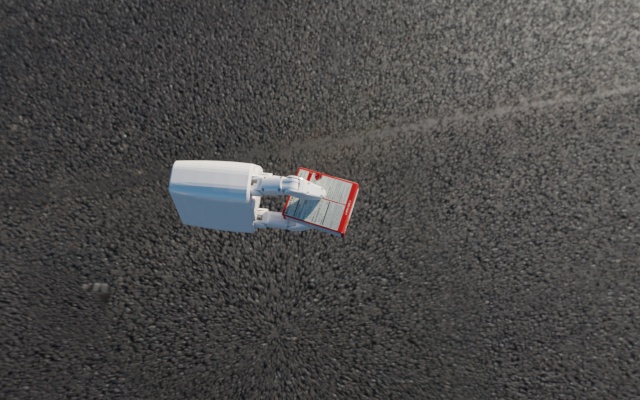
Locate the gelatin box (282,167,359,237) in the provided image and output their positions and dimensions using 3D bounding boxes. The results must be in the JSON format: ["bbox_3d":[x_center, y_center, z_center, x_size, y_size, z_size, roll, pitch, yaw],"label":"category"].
[{"bbox_3d":[0.000,0.002,0.655,0.089,0.073,0.030,16,-14,9],"label":"gelatin box"}]
